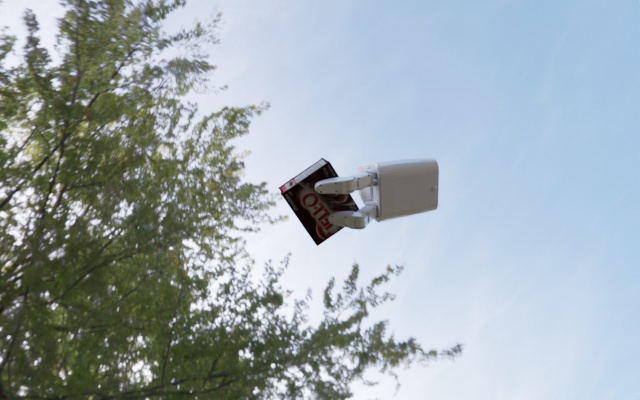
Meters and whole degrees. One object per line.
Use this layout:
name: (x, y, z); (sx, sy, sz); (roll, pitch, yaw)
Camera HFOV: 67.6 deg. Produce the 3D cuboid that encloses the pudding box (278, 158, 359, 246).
pudding box: (0.000, 0.002, 0.754); (0.090, 0.113, 0.039); (-35, 23, -3)
